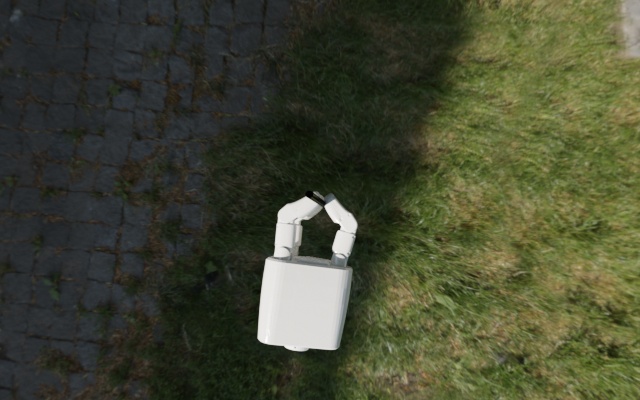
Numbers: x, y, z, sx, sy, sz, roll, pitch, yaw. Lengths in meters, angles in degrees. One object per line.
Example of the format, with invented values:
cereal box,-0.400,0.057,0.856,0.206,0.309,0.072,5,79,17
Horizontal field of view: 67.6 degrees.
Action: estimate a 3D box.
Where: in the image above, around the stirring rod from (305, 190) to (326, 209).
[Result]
stirring rod,0.000,0.002,0.596,0.011,0.011,0.239,0,-4,5
